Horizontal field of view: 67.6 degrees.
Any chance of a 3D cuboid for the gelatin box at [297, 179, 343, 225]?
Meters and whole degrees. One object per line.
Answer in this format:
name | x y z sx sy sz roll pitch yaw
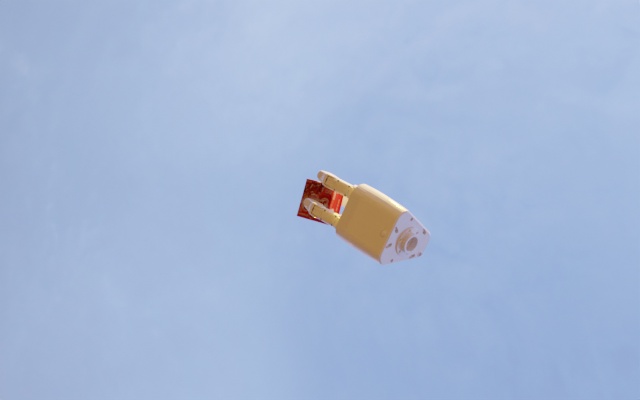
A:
gelatin box | 0.000 0.003 0.865 0.030 0.073 0.089 16 -1 -38
